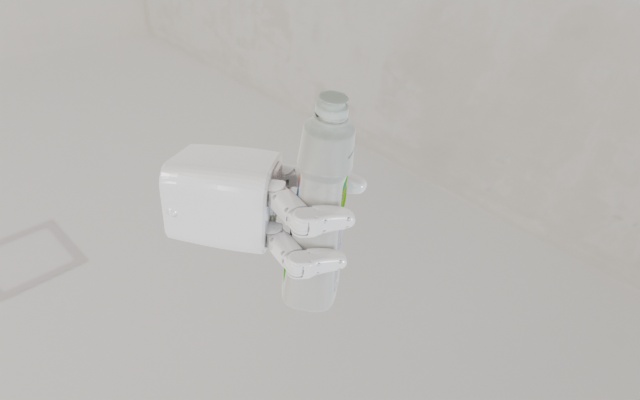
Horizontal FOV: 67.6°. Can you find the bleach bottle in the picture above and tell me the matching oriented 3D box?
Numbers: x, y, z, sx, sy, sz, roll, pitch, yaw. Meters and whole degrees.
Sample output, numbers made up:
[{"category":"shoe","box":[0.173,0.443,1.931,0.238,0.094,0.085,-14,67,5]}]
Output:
[{"category":"bleach bottle","box":[0.000,0.002,0.510,0.068,0.251,0.102,8,37,1]}]
